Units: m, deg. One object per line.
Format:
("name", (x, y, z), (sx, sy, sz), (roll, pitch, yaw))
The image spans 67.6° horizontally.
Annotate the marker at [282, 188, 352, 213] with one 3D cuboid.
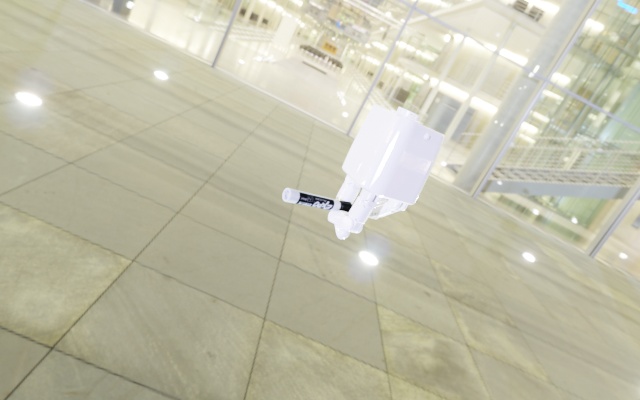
("marker", (0.000, 0.002, 0.667), (0.121, 0.020, 0.020), (13, -8, -40))
